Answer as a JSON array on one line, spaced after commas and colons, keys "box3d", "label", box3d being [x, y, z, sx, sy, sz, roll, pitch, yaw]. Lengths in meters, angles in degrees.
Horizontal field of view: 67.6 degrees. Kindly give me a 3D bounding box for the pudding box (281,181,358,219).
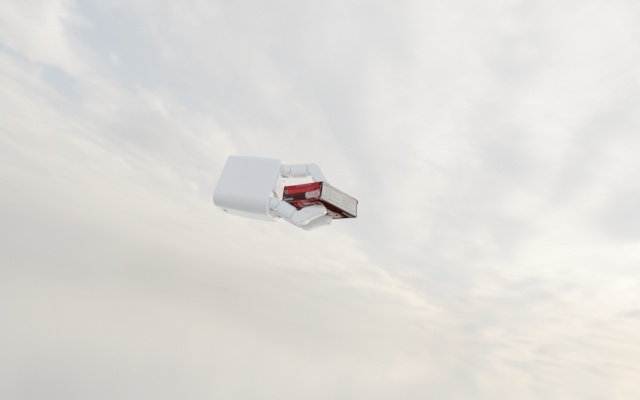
[{"box3d": [0.000, 0.003, 0.853, 0.090, 0.039, 0.113, -5, -19, 38], "label": "pudding box"}]
